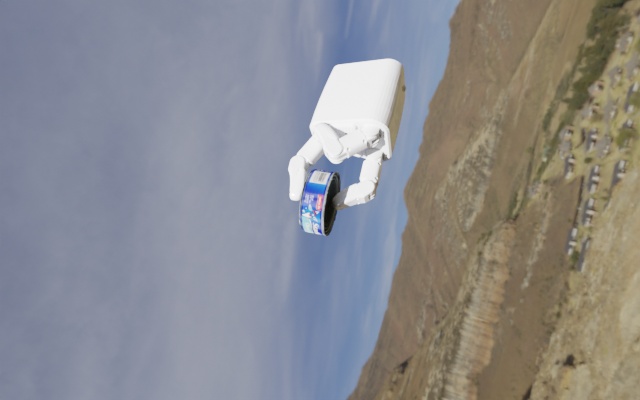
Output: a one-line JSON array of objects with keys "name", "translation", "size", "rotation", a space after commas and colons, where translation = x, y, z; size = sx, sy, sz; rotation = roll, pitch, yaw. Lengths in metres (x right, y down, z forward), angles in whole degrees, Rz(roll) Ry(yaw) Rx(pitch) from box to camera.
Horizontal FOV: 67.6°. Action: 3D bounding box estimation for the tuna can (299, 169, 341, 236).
[{"name": "tuna can", "translation": [0.000, 0.002, 0.629], "size": [0.034, 0.086, 0.086], "rotation": [10, 2, 13]}]
